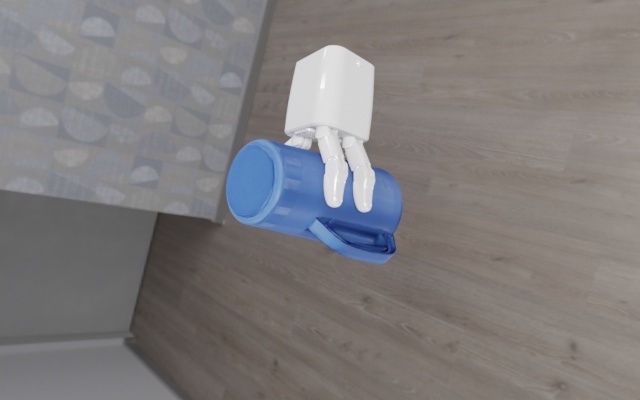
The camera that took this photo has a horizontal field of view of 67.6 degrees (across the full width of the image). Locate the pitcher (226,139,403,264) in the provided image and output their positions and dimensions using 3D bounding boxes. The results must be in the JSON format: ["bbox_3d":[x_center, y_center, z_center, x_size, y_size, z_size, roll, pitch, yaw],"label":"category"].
[{"bbox_3d":[0.000,0.002,0.658,0.149,0.145,0.243,4,-6,44],"label":"pitcher"}]
